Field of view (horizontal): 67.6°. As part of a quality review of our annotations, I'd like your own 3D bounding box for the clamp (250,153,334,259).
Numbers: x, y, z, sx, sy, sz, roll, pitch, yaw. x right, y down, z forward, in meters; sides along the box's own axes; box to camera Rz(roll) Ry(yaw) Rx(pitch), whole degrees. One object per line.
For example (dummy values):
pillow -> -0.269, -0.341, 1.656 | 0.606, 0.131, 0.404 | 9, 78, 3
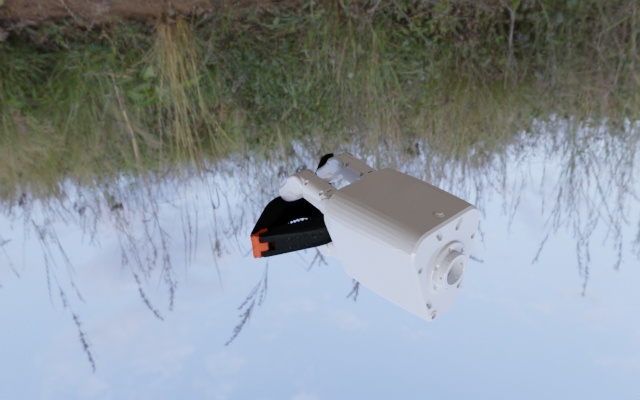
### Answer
clamp -> 0.000, 0.003, 0.541 | 0.210, 0.036, 0.164 | -25, 34, -32
